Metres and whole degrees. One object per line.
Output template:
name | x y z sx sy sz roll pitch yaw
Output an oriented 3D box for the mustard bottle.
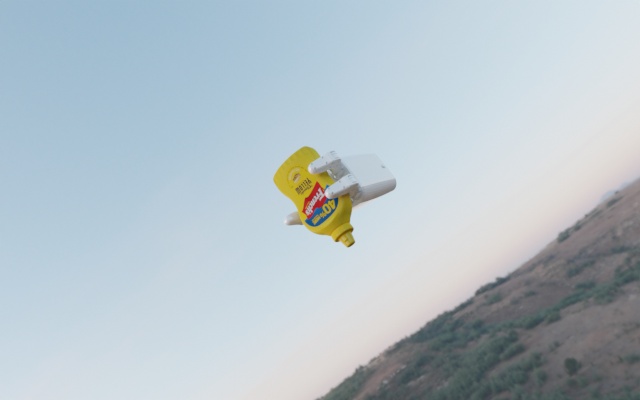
mustard bottle | 0.000 0.003 0.841 0.096 0.191 0.058 -43 -21 18
